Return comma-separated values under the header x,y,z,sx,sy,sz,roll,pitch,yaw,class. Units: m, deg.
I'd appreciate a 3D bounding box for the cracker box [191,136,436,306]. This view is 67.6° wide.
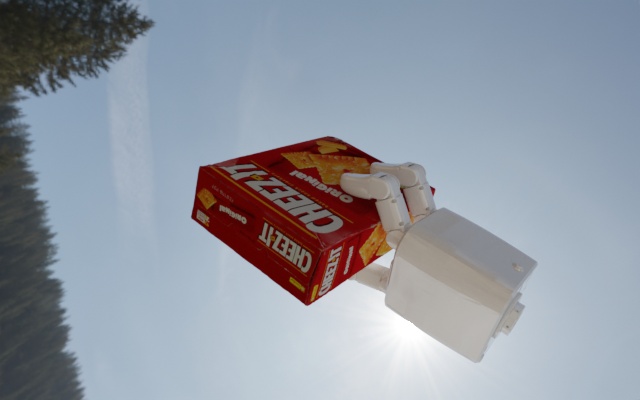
x,y,z,sx,sy,sz,roll,pitch,yaw,class
0.000,0.002,0.514,0.164,0.072,0.213,31,31,28,cracker box
